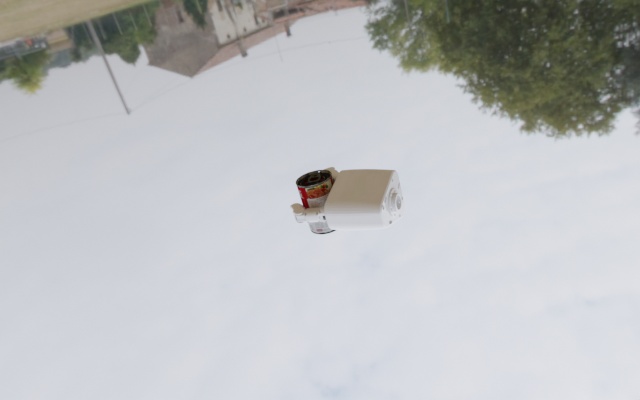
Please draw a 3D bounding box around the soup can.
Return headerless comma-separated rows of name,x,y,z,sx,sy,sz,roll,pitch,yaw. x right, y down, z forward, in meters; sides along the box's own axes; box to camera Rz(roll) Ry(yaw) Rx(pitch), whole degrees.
soup can,0.000,0.003,0.885,0.068,0.102,0.068,-13,25,6
